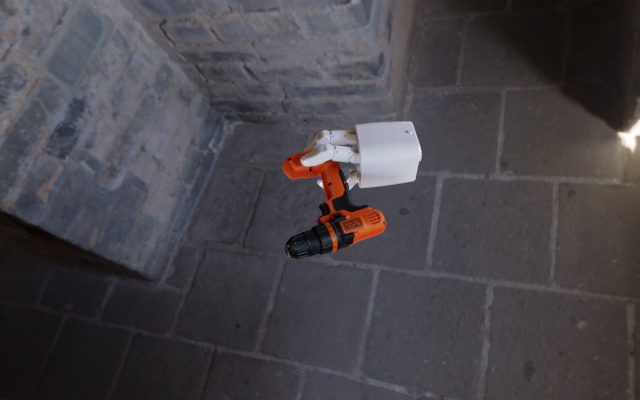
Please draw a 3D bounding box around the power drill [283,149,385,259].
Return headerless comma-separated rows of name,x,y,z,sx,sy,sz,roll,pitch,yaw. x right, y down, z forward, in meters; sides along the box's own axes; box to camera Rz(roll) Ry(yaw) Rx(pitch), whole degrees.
power drill,0.000,0.002,0.843,0.184,0.187,0.057,-16,-23,-21
